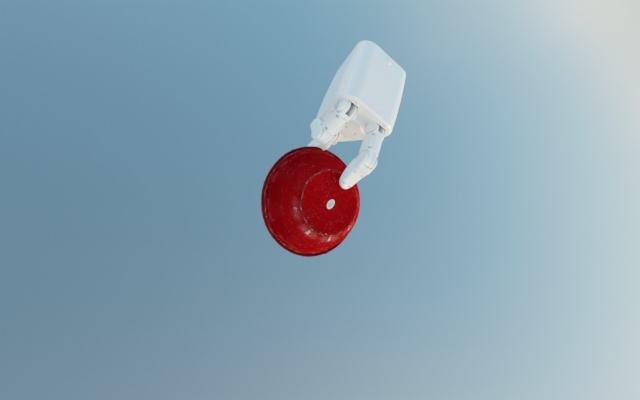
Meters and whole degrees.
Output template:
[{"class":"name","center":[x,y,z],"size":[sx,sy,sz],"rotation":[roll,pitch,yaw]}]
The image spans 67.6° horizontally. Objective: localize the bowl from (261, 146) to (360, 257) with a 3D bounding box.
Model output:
[{"class":"bowl","center":[0.000,0.004,0.675],"size":[0.162,0.162,0.055],"rotation":[0,1,-30]}]
